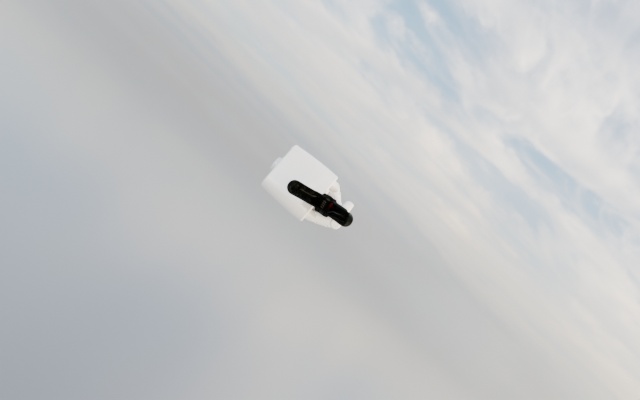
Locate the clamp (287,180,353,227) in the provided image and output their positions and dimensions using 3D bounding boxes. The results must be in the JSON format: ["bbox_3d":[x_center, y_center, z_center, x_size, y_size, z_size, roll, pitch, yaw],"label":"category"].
[{"bbox_3d":[0.001,0.002,0.831,0.120,0.039,0.171,38,-1,0],"label":"clamp"}]
